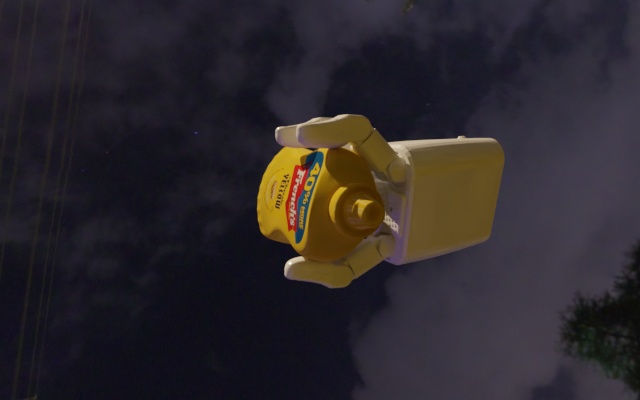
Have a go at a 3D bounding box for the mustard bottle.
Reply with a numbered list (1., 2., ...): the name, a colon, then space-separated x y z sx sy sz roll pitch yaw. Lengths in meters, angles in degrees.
1. mustard bottle: 0.000 0.001 0.413 0.058 0.096 0.191 17 -2 -24
